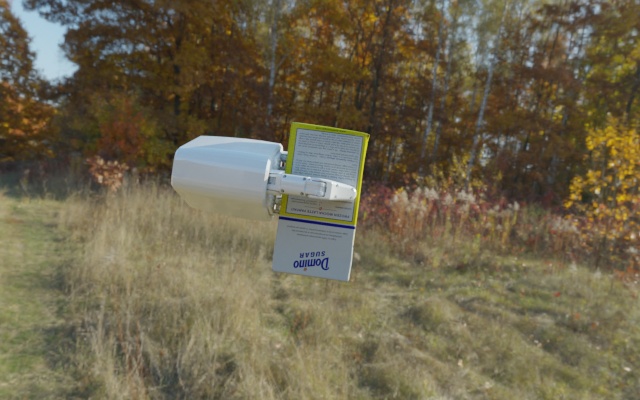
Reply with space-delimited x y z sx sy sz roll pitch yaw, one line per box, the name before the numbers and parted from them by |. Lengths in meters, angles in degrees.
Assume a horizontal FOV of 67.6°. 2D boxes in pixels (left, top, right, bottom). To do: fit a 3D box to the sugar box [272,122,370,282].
sugar box | 0.000 0.002 0.570 0.093 0.176 0.048 8 1 2
